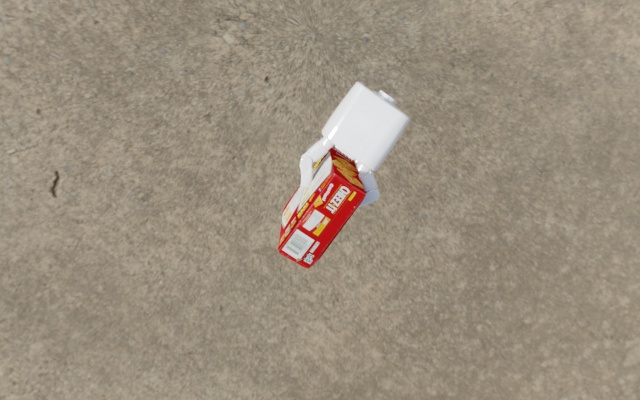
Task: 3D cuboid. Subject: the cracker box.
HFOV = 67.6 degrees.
[{"bbox_3d":[0.000,0.003,0.855,0.072,0.164,0.213,33,15,-11],"label":"cracker box"}]
